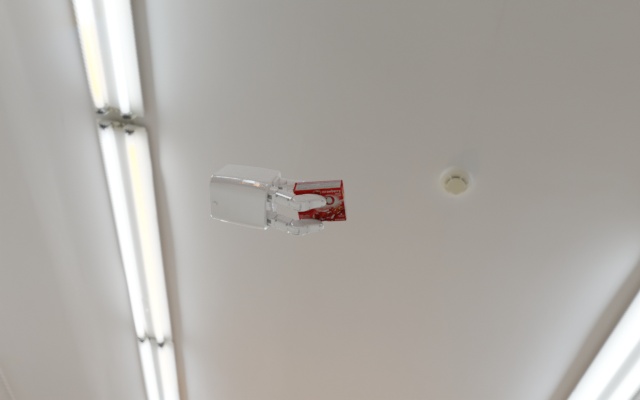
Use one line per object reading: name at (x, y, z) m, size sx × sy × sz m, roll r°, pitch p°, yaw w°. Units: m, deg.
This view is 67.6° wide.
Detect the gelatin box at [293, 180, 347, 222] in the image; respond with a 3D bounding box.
gelatin box at (0.001, 0.003, 0.859) m, size 0.089 × 0.073 × 0.030 m, roll -4°, pitch 34°, yaw 10°
